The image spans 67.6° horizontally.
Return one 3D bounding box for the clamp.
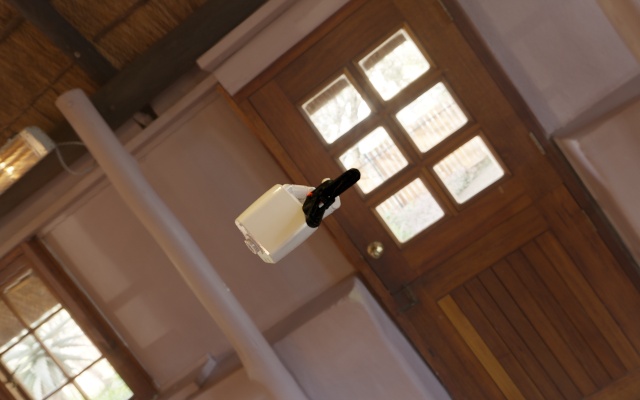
[{"bbox_3d":[0.000,0.002,0.820,0.120,0.039,0.171,-44,6,-18],"label":"clamp"}]
